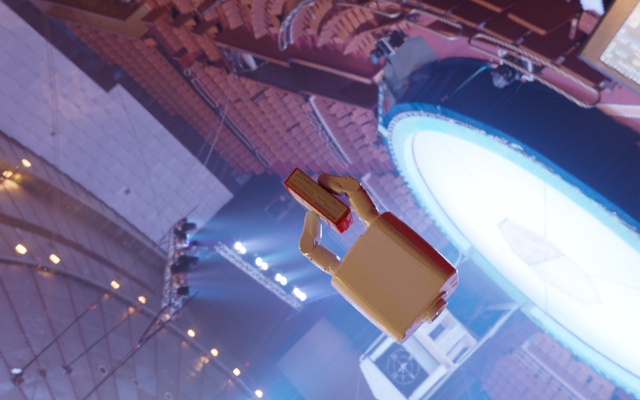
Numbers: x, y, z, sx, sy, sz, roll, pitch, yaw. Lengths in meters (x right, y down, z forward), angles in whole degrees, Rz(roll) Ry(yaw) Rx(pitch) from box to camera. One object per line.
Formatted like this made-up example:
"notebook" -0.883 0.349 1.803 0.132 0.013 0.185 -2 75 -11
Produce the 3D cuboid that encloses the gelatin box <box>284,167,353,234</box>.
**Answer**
"gelatin box" 0.000 0.002 0.615 0.089 0.030 0.073 38 -6 13
